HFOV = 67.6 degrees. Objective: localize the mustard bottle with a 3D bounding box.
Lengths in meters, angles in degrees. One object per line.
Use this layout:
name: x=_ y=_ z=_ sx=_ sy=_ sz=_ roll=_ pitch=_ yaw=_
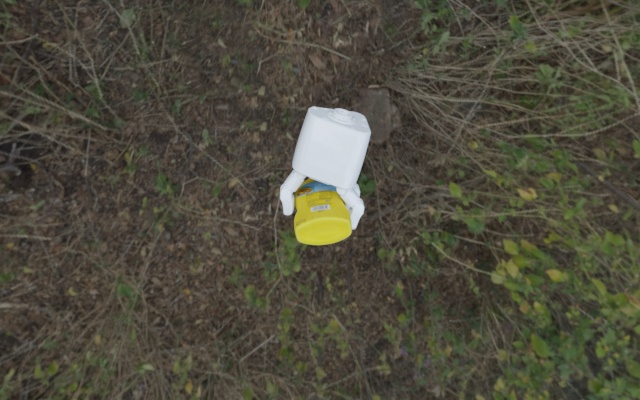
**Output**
mustard bottle: x=0.000 y=0.003 z=0.871 sx=0.096 sy=0.058 sz=0.191 roll=-9 pitch=32 yaw=2
